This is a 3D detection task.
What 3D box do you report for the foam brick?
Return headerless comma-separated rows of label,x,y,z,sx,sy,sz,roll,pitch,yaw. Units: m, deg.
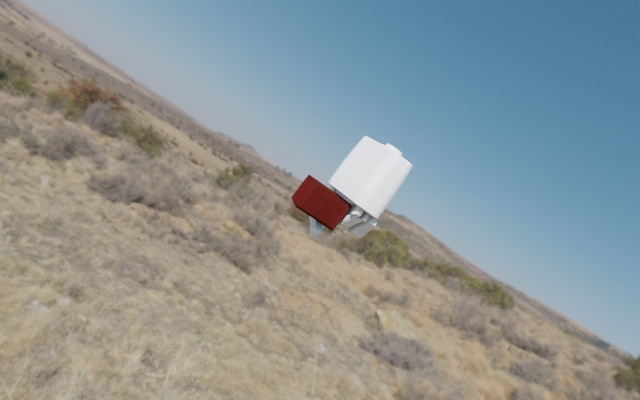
foam brick,0.000,0.003,0.786,0.078,0.051,0.053,34,8,-22
